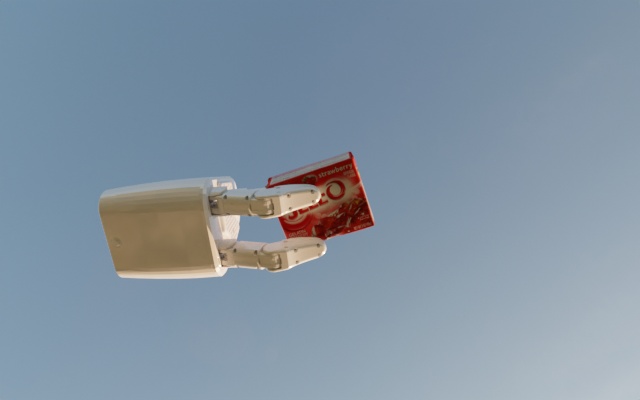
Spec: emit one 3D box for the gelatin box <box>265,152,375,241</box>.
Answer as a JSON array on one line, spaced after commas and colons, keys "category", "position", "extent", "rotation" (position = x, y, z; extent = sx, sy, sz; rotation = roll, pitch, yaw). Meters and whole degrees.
[{"category": "gelatin box", "position": [0.000, 0.001, 0.467], "extent": [0.089, 0.073, 0.030], "rotation": [-18, 19, 6]}]
